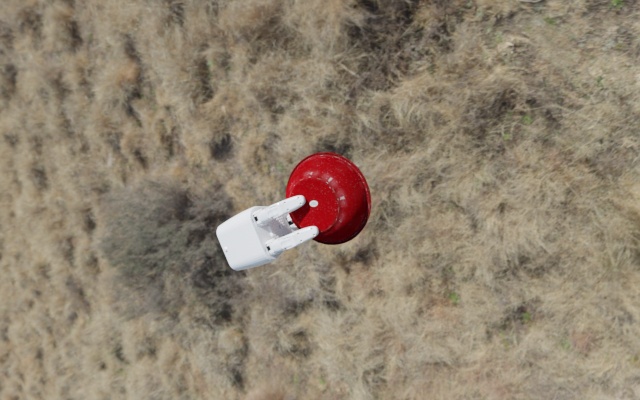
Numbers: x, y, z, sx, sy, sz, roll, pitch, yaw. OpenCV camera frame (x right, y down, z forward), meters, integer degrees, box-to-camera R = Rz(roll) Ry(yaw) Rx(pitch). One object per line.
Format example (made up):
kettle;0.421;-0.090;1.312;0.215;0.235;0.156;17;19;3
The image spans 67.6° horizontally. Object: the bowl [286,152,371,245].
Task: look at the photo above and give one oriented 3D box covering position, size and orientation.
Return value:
bowl;0.001;0.002;0.793;0.162;0.162;0.055;0;11;27
